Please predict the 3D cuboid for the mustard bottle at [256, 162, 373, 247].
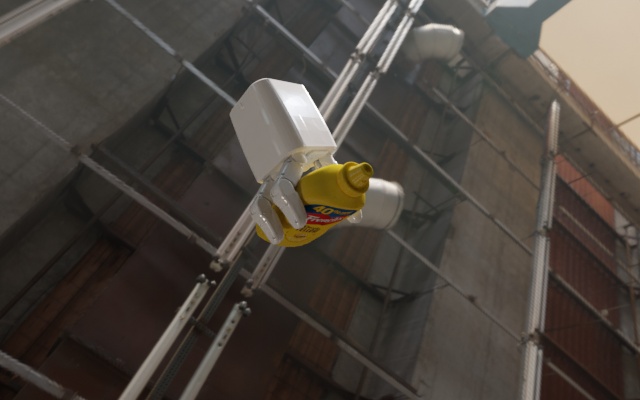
[{"bbox_3d":[0.000,0.002,0.607,0.096,0.058,0.192,10,-29,-33],"label":"mustard bottle"}]
